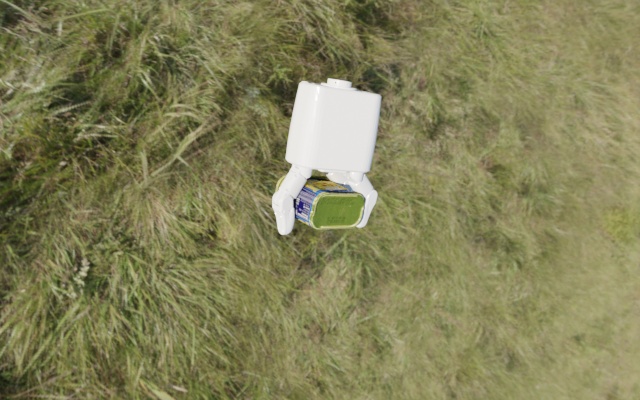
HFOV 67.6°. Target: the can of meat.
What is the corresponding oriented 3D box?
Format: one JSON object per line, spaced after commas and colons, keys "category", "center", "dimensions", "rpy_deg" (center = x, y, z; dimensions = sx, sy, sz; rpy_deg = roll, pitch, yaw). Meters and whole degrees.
{"category": "can of meat", "center": [0.000, 0.002, 0.675], "dimensions": [0.102, 0.057, 0.084], "rpy_deg": [0, 17, -42]}
